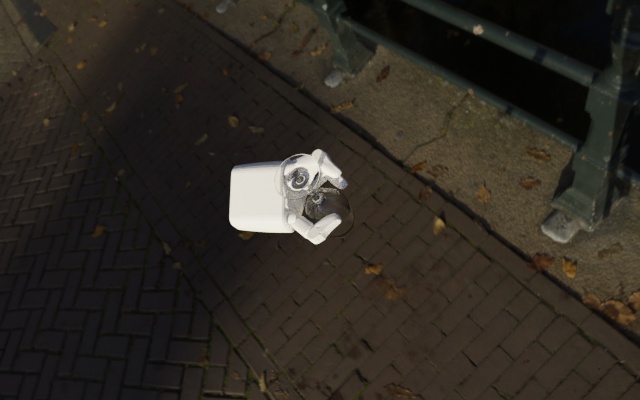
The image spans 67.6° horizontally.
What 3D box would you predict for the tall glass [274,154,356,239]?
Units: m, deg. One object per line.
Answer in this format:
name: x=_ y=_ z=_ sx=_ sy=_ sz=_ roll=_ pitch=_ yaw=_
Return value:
tall glass: x=0.000 y=0.002 z=0.787 sx=0.079 sy=0.079 sz=0.201 roll=0 pitch=-23 yaw=23
